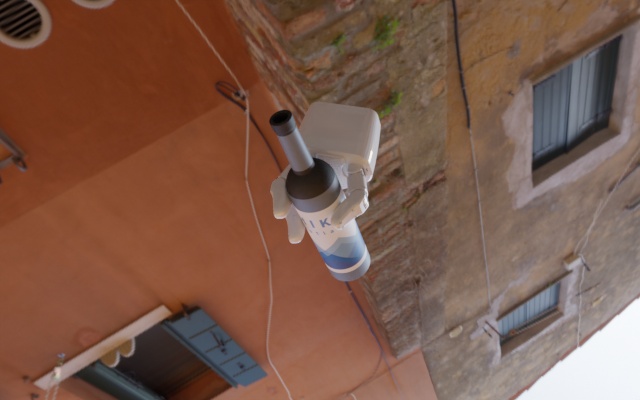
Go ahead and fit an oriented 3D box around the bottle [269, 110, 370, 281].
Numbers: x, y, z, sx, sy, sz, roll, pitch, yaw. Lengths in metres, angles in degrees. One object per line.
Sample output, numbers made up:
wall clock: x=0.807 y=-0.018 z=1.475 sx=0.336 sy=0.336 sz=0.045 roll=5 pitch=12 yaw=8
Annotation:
bottle: x=0.000 y=0.002 z=0.634 sx=0.069 sy=0.069 sz=0.296 roll=0 pitch=-40 yaw=23
